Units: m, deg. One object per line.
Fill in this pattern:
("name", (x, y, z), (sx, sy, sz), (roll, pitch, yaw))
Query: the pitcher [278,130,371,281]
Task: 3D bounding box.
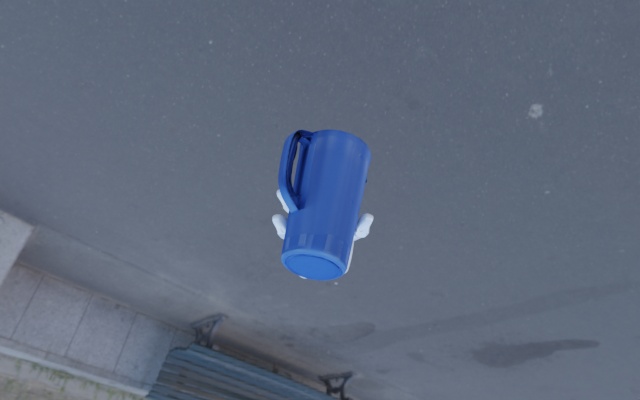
("pitcher", (0.000, 0.003, 0.817), (0.149, 0.242, 0.145), (8, -32, 5))
